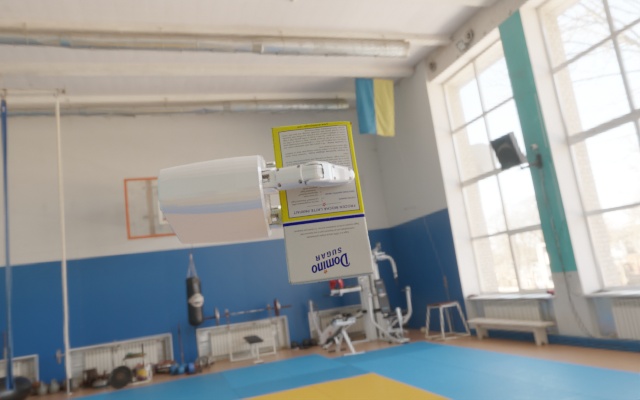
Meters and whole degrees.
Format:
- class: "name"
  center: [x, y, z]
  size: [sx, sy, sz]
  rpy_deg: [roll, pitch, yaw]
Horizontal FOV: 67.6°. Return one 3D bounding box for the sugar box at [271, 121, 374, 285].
- class: "sugar box"
  center: [0.000, 0.002, 0.539]
  size: [0.093, 0.176, 0.048]
  rpy_deg: [-6, -10, -4]
